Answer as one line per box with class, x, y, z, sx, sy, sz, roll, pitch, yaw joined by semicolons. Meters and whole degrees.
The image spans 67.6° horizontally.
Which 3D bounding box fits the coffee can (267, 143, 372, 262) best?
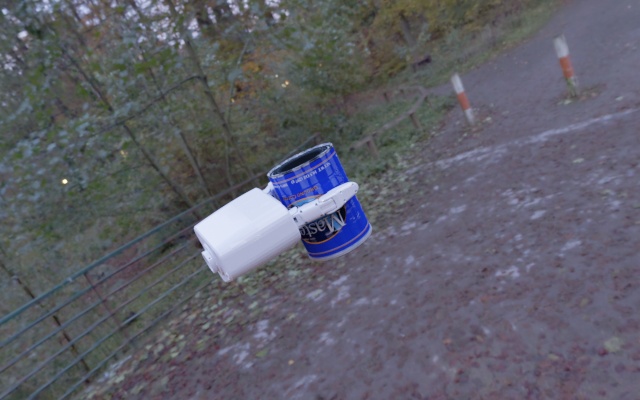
coffee can;0.000;0.002;0.691;0.103;0.140;0.102;-25;15;7
